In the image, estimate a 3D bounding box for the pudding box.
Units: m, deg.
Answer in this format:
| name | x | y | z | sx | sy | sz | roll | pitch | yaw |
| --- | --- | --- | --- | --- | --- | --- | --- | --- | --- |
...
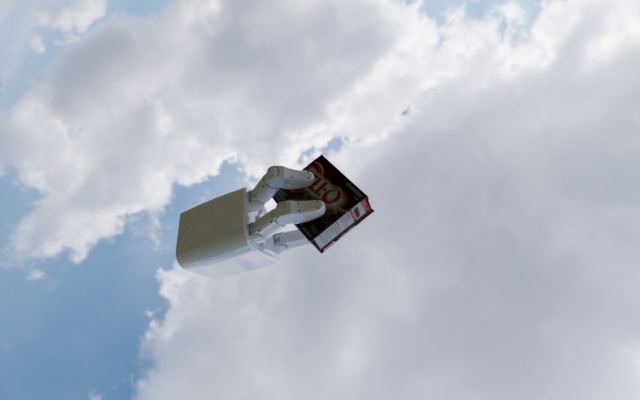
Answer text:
| name | x | y | z | sx | sy | sz | roll | pitch | yaw |
| --- | --- | --- | --- | --- | --- | --- | --- | --- | --- |
| pudding box | 0.000 | 0.002 | 0.615 | 0.113 | 0.090 | 0.039 | 46 | -7 | 41 |
